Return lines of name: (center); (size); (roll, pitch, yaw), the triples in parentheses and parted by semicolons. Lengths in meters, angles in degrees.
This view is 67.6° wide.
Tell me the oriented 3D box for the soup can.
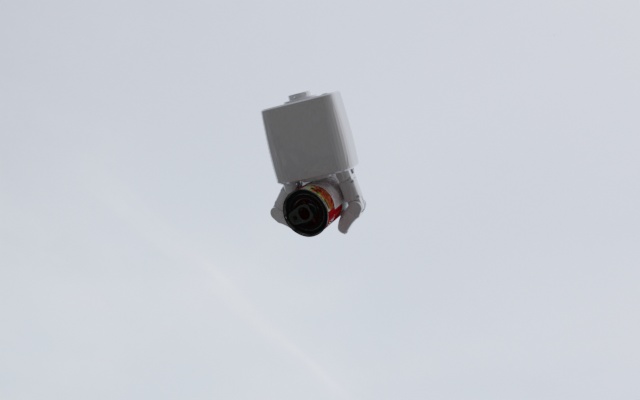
soup can: (0.000, 0.003, 0.678); (0.068, 0.068, 0.102); (0, 17, 26)
